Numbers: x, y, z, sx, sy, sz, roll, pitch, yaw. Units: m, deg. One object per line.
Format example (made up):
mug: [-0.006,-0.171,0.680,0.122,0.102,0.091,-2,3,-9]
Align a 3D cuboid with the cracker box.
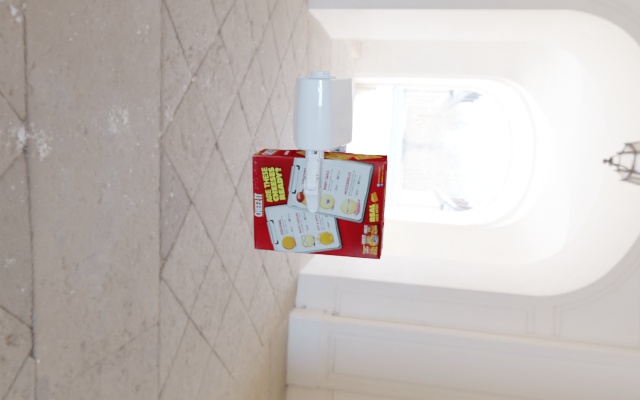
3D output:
cracker box: [0.000,0.003,0.790,0.213,0.164,0.072,4,16,9]
